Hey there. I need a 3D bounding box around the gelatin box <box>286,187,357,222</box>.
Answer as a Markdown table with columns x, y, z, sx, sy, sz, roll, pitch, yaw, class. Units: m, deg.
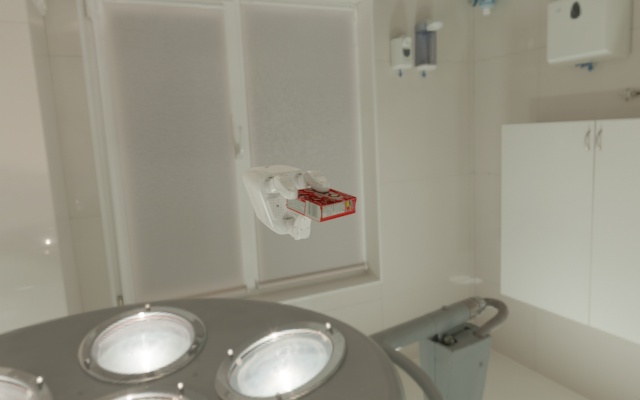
| x | y | z | sx | sy | sz | roll | pitch | yaw | class |
| --- | --- | --- | --- | --- | --- | --- | --- | --- | --- |
| 0.000 | 0.003 | 0.749 | 0.073 | 0.030 | 0.089 | -12 | 22 | -38 | gelatin box |
